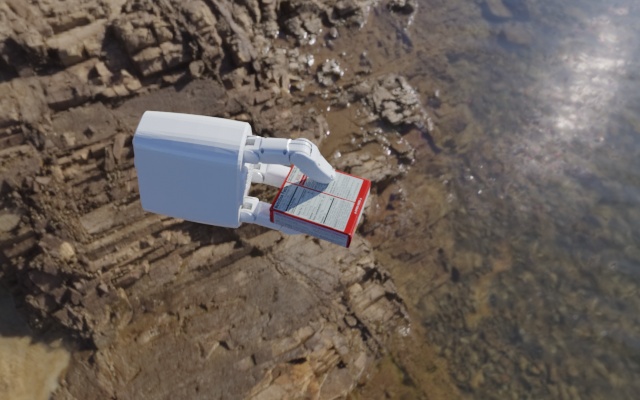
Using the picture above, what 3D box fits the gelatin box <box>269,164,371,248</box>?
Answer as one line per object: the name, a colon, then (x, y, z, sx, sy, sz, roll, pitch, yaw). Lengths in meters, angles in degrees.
gelatin box: (0.000, 0.001, 0.503, 0.089, 0.073, 0.030, 17, -34, 10)
